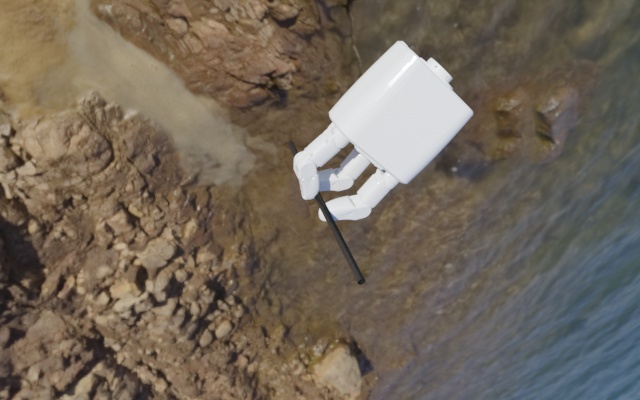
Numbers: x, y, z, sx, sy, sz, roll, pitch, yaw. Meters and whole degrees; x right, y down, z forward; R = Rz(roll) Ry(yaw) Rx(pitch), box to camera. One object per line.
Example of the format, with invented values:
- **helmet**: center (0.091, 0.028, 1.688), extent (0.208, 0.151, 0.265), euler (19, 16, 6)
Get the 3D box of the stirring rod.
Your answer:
- **stirring rod**: center (0.000, 0.002, 0.540), extent (0.011, 0.011, 0.239), euler (0, 39, -25)
